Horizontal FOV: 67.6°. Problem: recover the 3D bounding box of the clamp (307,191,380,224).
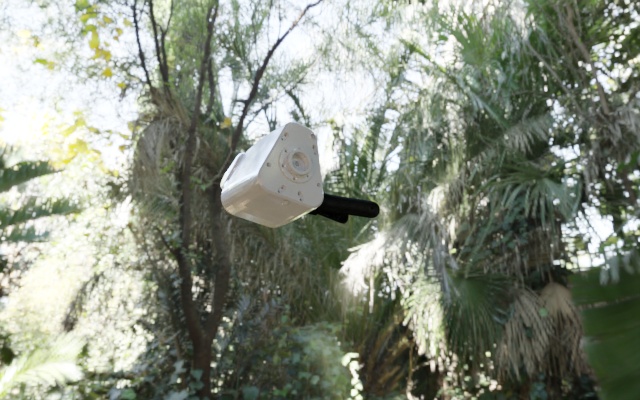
[{"bbox_3d":[0.000,0.002,0.712,0.171,0.039,0.120,15,-18,-29],"label":"clamp"}]
